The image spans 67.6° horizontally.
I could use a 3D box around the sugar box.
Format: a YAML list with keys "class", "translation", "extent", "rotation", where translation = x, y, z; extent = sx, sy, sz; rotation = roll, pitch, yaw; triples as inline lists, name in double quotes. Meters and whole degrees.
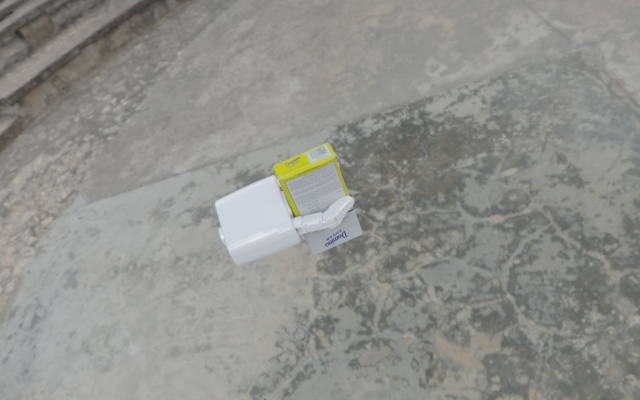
- class: "sugar box"
  translation: [0.000, 0.002, 0.759]
  extent: [0.093, 0.176, 0.048]
  rotation: [-23, 44, -2]
